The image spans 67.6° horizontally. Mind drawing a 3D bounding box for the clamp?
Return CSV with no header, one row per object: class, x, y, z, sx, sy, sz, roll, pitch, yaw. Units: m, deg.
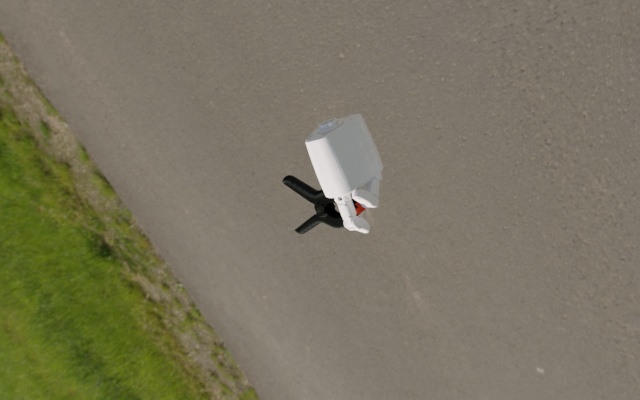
clamp,0.000,0.003,0.881,0.171,0.120,0.039,-8,23,38
